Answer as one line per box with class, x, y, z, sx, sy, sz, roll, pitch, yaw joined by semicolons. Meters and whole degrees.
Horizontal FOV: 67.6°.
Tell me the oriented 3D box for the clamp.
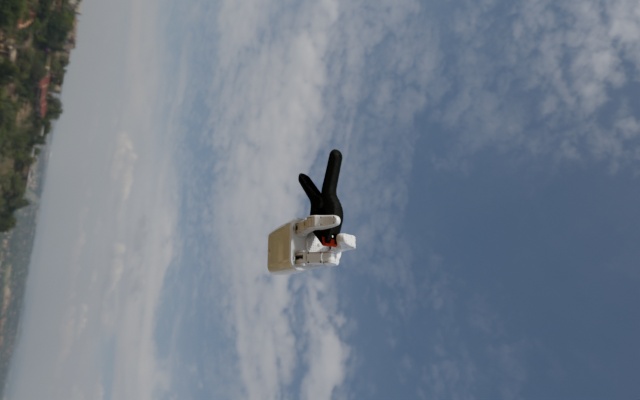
clamp;0.001;0.003;0.869;0.039;0.171;0.120;9;-18;-30
